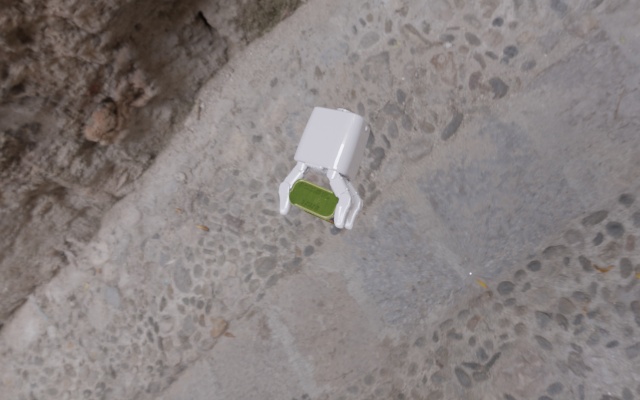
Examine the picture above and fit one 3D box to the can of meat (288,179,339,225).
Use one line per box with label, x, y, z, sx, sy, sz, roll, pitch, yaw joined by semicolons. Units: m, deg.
can of meat;0.000;0.003;0.875;0.102;0.057;0.084;23;-2;19
